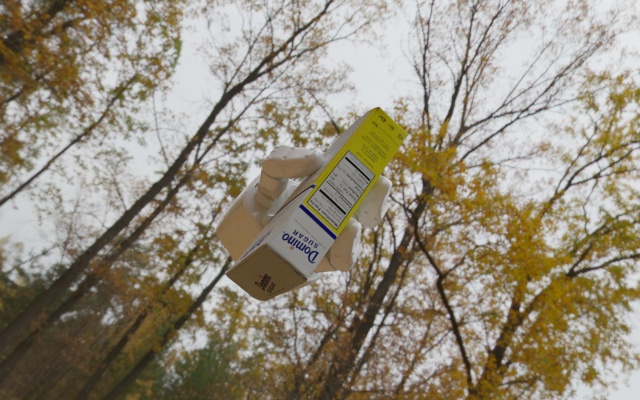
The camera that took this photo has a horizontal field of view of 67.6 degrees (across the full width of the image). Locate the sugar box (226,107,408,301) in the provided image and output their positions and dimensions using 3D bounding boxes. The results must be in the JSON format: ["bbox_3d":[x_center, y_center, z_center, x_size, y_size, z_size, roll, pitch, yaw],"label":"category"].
[{"bbox_3d":[0.000,0.002,0.406,0.048,0.176,0.093,41,-34,-9],"label":"sugar box"}]
